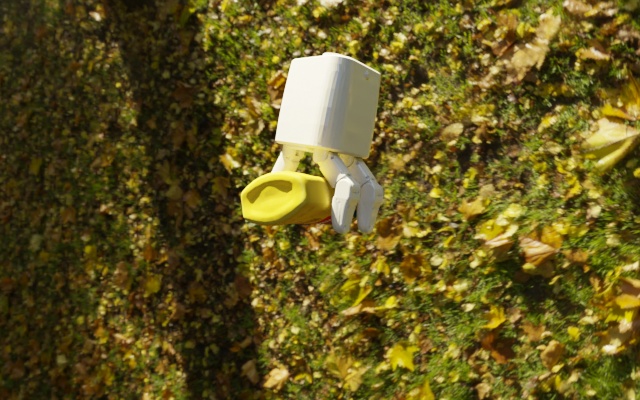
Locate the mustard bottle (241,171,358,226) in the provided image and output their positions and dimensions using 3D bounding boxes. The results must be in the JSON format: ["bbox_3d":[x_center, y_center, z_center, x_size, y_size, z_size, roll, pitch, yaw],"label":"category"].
[{"bbox_3d":[0.000,0.002,0.593,0.096,0.058,0.191,-16,-11,34],"label":"mustard bottle"}]
